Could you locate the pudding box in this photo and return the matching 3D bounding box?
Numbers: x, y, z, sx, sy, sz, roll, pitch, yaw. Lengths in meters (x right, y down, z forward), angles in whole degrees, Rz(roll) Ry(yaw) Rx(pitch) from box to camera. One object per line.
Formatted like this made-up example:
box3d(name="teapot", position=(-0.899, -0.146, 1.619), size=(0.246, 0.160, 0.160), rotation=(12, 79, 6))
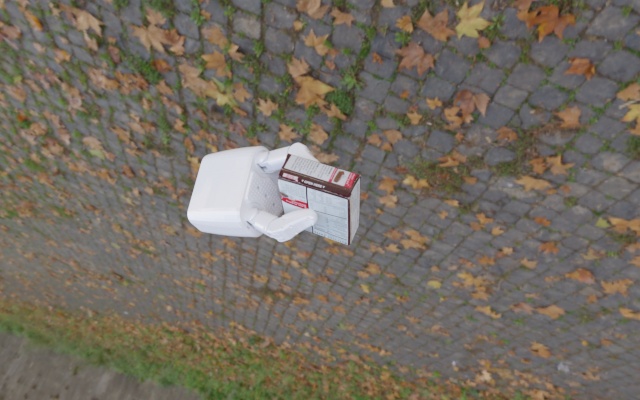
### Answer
box3d(name="pudding box", position=(0.000, 0.002, 0.569), size=(0.090, 0.039, 0.114), rotation=(17, -29, 13))
